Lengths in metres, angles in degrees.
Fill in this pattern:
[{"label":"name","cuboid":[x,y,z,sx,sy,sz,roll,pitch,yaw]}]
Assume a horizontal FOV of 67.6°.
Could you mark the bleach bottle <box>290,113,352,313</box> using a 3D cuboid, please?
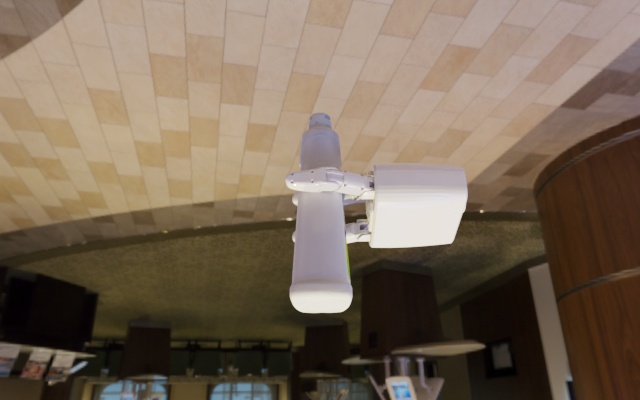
[{"label":"bleach bottle","cuboid":[0.000,0.002,0.579,0.068,0.250,0.103,-1,-24,0]}]
